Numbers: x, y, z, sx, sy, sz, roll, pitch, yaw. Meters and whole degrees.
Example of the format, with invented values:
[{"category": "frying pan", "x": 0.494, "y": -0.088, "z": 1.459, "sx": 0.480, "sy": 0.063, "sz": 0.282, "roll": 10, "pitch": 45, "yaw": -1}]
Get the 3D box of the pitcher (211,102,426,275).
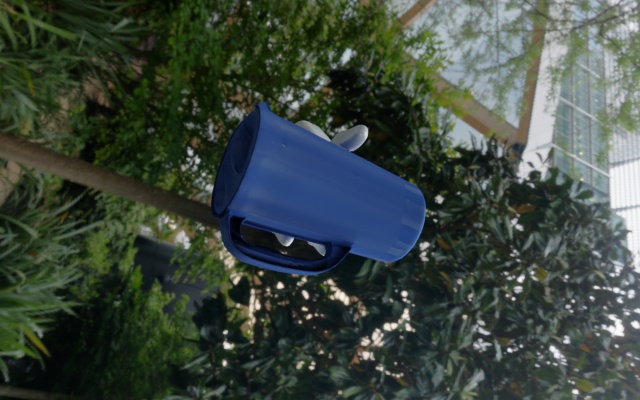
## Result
[{"category": "pitcher", "x": 0.000, "y": 0.002, "z": 0.568, "sx": 0.243, "sy": 0.149, "sz": 0.145, "roll": 21, "pitch": 18, "yaw": -23}]
